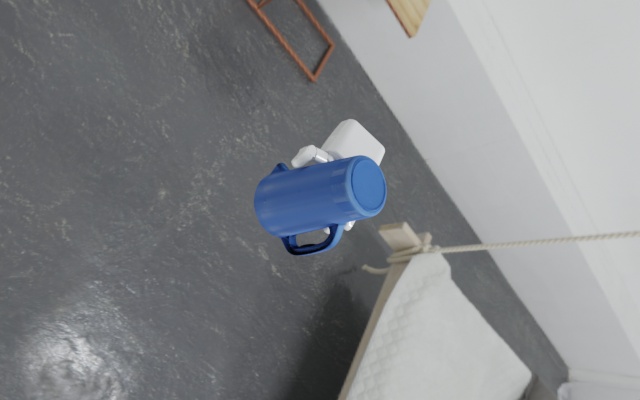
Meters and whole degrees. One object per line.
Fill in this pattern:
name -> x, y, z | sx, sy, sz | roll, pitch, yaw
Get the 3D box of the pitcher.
pitcher -> 0.000, 0.003, 0.888 | 0.243, 0.145, 0.149 | -12, -53, 45
